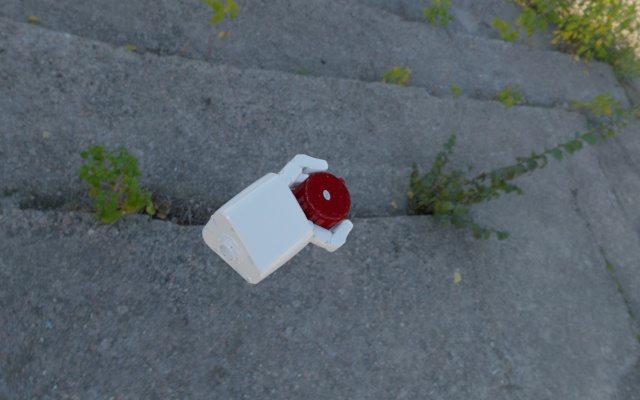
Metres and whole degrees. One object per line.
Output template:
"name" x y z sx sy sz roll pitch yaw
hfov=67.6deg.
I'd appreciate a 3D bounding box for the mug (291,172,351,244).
"mug" 0.001 0.002 0.736 0.117 0.093 0.081 -41 1 -39
